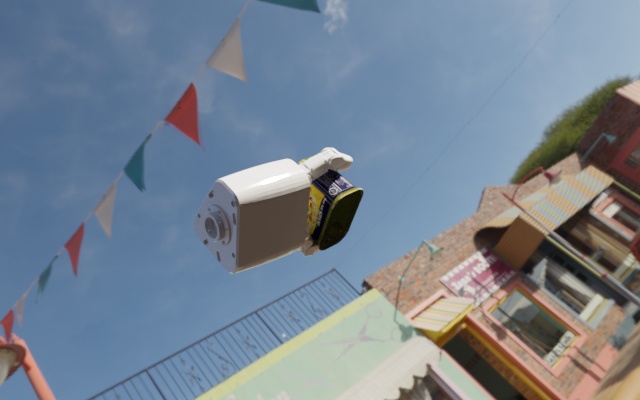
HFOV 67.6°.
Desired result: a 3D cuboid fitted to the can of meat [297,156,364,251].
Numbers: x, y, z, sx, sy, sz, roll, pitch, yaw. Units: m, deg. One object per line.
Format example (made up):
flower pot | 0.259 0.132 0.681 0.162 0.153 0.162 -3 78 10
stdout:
can of meat | 0.000 0.002 0.647 0.057 0.102 0.084 -24 55 -39
